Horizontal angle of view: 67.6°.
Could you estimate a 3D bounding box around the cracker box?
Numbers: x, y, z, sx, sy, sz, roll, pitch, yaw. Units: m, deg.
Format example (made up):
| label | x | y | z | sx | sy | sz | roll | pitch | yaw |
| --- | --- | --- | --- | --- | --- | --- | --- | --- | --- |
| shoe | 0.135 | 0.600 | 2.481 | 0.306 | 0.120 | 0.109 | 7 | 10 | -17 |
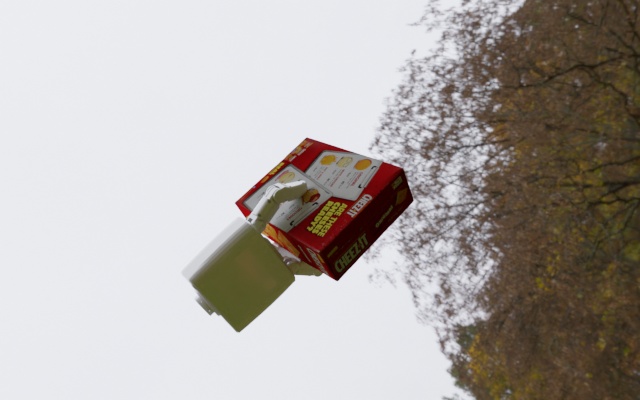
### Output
| label | x | y | z | sx | sy | sz | roll | pitch | yaw |
| --- | --- | --- | --- | --- | --- | --- | --- | --- | --- |
| cracker box | 0.000 | 0.002 | 0.693 | 0.164 | 0.072 | 0.213 | -44 | 40 | -18 |
